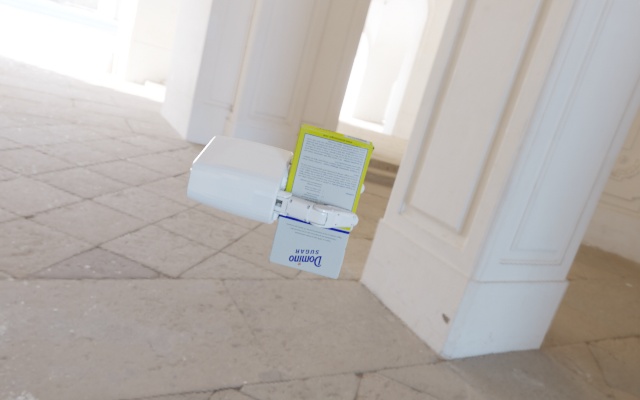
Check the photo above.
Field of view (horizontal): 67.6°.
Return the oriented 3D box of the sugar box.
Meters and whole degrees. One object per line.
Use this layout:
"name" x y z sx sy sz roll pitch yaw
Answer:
"sugar box" 0.000 0.002 0.601 0.093 0.176 0.048 15 15 1
